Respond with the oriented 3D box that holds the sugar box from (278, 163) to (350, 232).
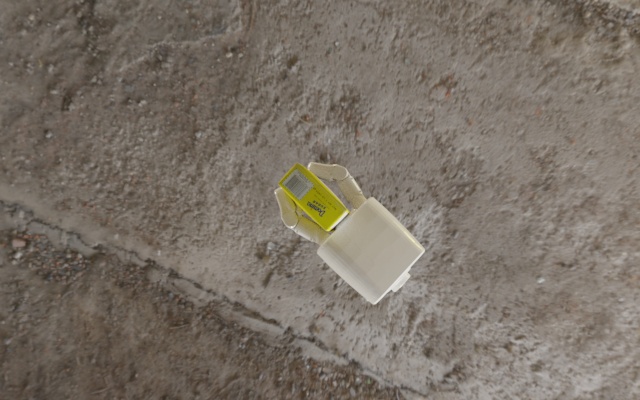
[{"bbox_3d":[0.000,0.003,0.702,0.093,0.048,0.176,45,-1,10],"label":"sugar box"}]
